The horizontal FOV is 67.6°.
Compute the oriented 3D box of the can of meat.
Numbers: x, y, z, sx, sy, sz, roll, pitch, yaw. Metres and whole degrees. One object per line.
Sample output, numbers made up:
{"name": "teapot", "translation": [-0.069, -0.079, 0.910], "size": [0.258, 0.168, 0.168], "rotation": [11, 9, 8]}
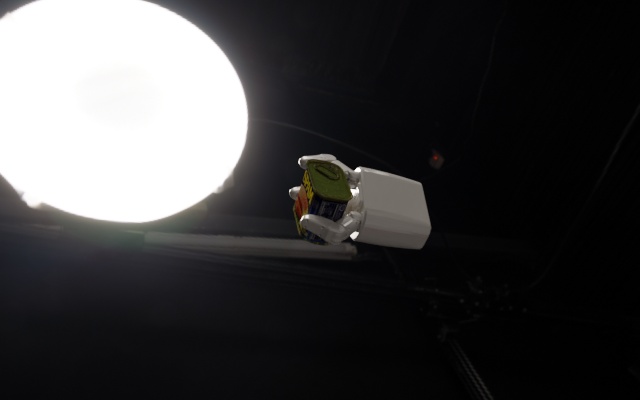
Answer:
{"name": "can of meat", "translation": [0.000, 0.003, 0.687], "size": [0.057, 0.084, 0.102], "rotation": [9, 31, -17]}
